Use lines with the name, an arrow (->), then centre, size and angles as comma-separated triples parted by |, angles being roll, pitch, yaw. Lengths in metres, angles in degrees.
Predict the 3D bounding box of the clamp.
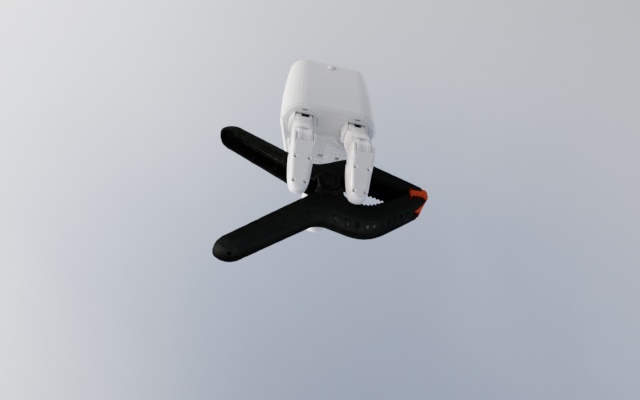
clamp -> 0.000, 0.002, 0.446 | 0.210, 0.164, 0.036 | 10, -46, -8
